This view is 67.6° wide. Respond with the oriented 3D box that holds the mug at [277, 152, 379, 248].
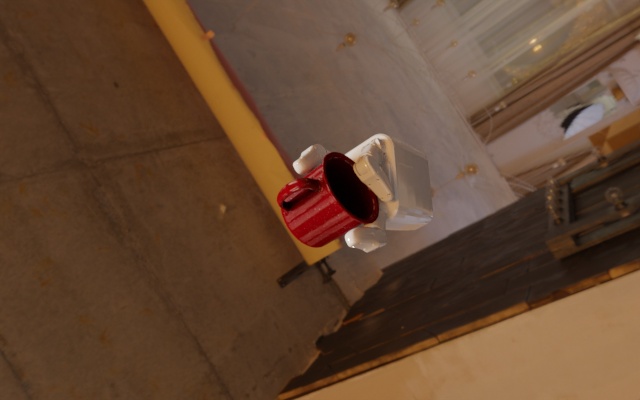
[{"bbox_3d":[-0.001,0.002,0.549,0.081,0.093,0.117,-34,-29,32],"label":"mug"}]
